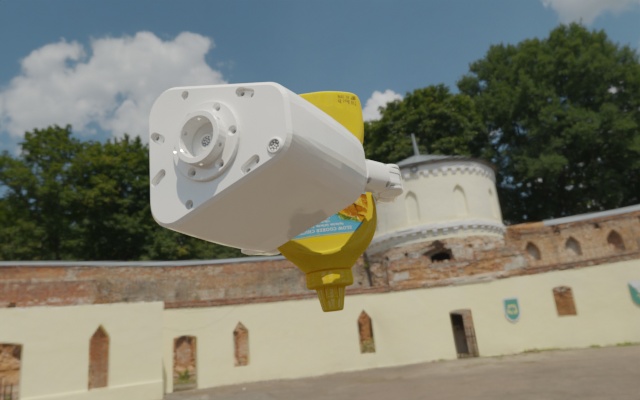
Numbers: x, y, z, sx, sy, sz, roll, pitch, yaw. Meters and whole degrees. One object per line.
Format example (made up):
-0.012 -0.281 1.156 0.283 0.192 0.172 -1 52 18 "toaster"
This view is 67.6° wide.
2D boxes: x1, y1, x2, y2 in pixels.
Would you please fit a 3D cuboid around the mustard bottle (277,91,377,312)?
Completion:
0.000 0.001 0.427 0.096 0.191 0.058 -7 -15 2 "mustard bottle"
